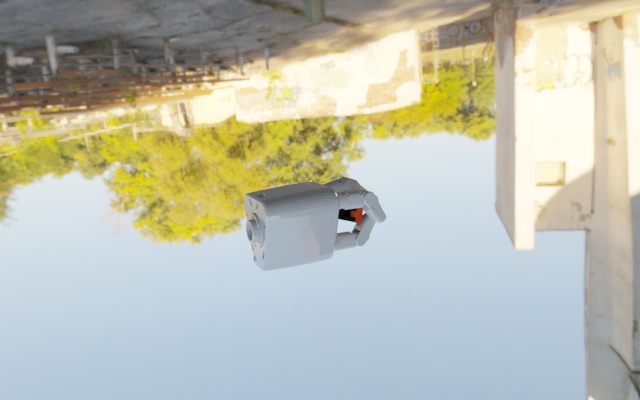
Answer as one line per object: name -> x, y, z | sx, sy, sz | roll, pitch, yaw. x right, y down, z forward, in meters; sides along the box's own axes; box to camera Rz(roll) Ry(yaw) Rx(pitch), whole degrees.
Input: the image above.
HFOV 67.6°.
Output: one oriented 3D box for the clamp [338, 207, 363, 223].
clamp -> 0.000, 0.003, 0.763 | 0.120, 0.039, 0.171 | -7, 13, -26
